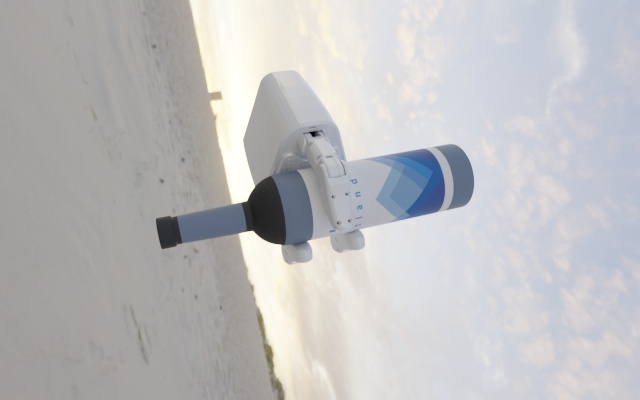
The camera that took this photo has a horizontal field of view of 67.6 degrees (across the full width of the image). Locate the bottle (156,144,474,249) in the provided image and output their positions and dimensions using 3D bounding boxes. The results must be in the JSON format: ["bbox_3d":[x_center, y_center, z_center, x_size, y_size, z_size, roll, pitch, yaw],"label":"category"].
[{"bbox_3d":[0.000,0.001,0.450,0.295,0.069,0.069,-11,3,-17],"label":"bottle"}]
